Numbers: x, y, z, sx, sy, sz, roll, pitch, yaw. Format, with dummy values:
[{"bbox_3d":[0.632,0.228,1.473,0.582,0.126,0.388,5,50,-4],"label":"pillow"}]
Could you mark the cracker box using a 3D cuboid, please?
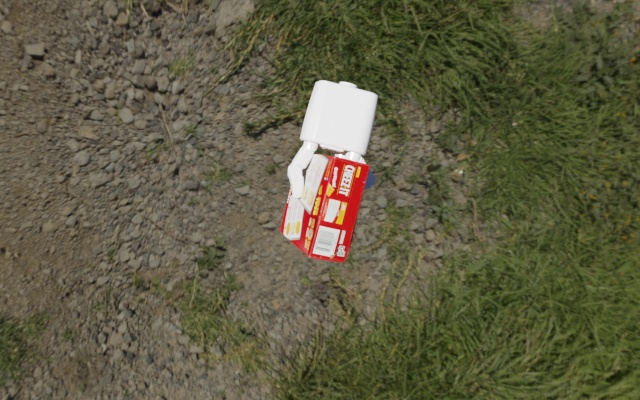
[{"bbox_3d":[0.000,0.003,0.840,0.072,0.164,0.213,13,4,-18],"label":"cracker box"}]
